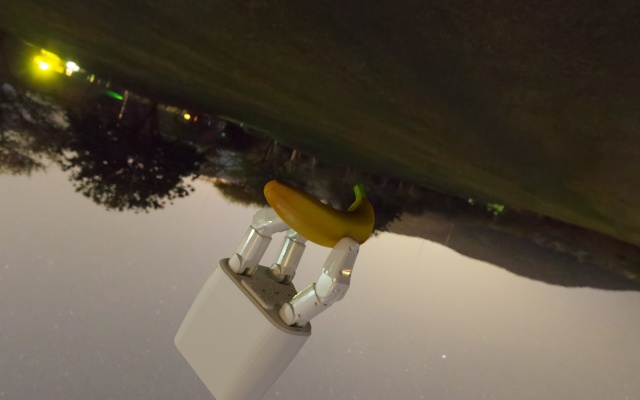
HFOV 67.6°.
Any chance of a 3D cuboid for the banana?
[{"bbox_3d":[0.012,0.016,0.464,0.037,0.069,0.198,-40,-16,20],"label":"banana"}]
